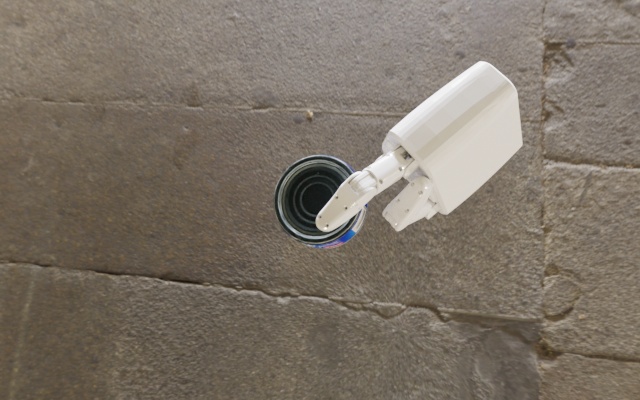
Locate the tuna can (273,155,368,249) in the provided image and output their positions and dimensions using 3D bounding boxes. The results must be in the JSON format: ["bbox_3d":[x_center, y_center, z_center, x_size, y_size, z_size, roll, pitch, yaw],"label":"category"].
[{"bbox_3d":[0.000,0.001,0.446,0.086,0.086,0.034,0,-11,14],"label":"tuna can"}]
